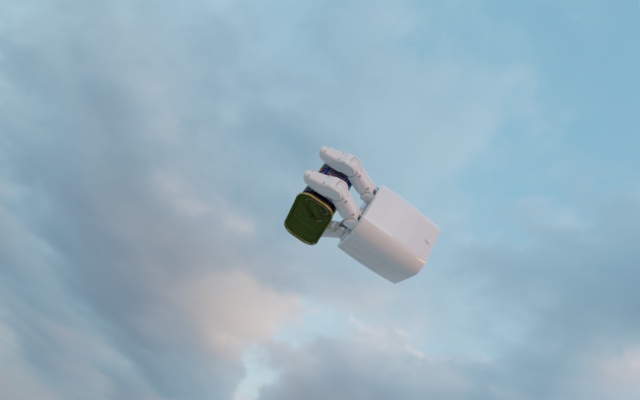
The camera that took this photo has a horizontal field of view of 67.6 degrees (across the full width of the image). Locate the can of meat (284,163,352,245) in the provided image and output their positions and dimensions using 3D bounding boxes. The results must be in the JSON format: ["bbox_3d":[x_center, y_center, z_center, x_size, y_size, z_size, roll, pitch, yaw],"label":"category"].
[{"bbox_3d":[0.000,0.002,0.690,0.057,0.084,0.102,33,-39,4],"label":"can of meat"}]
